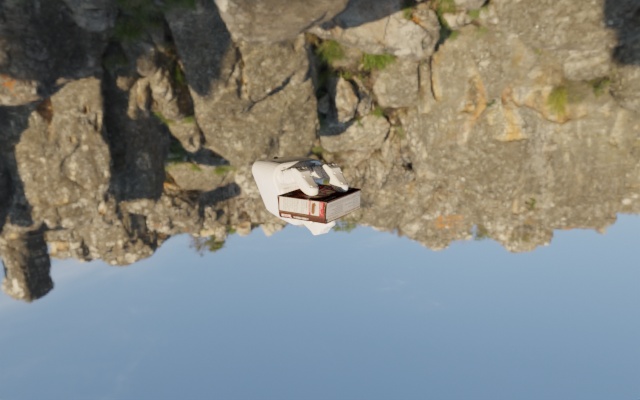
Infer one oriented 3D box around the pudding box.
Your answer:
[{"bbox_3d":[0.000,0.003,0.755,0.090,0.039,0.113,7,17,31],"label":"pudding box"}]
